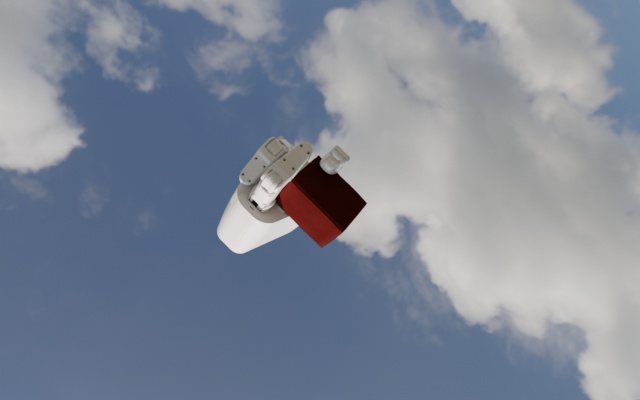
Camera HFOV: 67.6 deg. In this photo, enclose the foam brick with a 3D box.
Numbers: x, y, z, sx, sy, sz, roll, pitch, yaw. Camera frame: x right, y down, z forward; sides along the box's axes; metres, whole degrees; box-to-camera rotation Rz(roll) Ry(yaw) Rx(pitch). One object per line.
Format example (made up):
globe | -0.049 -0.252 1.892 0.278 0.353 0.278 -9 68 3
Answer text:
foam brick | 0.000 0.002 0.520 0.053 0.078 0.051 -44 -2 -38
